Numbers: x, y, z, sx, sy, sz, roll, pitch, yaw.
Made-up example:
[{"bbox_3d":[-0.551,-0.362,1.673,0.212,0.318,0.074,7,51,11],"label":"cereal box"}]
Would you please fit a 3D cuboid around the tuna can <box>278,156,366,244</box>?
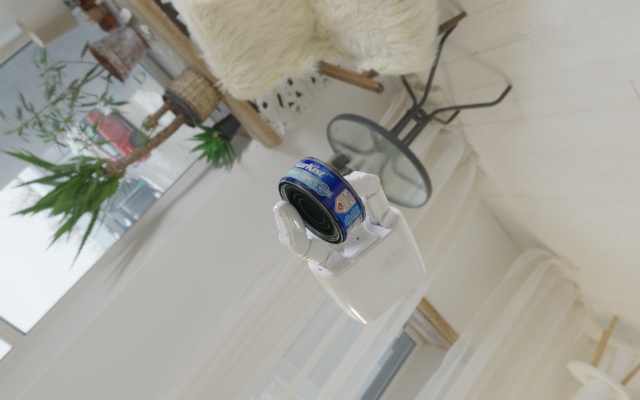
[{"bbox_3d":[0.000,0.002,0.457,0.033,0.086,0.086,-45,19,-21],"label":"tuna can"}]
